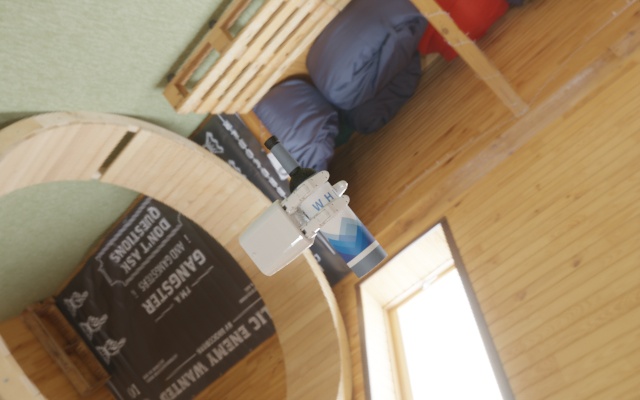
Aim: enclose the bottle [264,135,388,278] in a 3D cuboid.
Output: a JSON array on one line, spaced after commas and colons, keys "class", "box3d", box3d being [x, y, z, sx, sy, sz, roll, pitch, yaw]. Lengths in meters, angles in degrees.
[{"class": "bottle", "box3d": [0.000, 0.003, 0.852, 0.069, 0.295, 0.069, -39, -6, -5]}]
